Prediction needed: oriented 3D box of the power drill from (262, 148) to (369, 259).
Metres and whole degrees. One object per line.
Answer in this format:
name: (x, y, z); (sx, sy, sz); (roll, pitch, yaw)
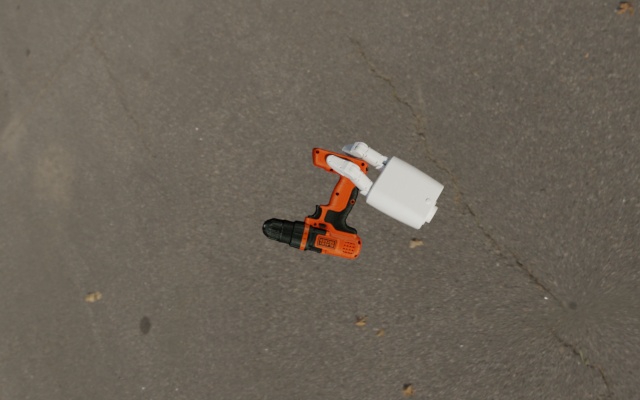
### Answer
power drill: (0.001, 0.002, 0.869); (0.184, 0.187, 0.057); (13, 6, -7)
